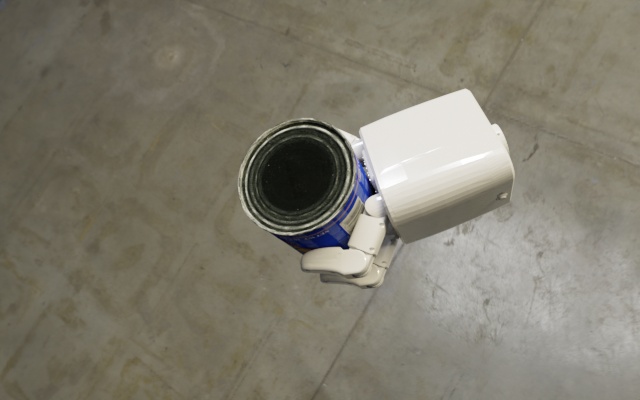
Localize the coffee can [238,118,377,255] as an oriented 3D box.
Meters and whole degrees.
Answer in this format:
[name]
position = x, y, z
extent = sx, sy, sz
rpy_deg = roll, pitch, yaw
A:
[coffee can]
position = 0.000, 0.002, 0.447
extent = 0.103, 0.102, 0.140
rpy_deg = 0, -19, 18
